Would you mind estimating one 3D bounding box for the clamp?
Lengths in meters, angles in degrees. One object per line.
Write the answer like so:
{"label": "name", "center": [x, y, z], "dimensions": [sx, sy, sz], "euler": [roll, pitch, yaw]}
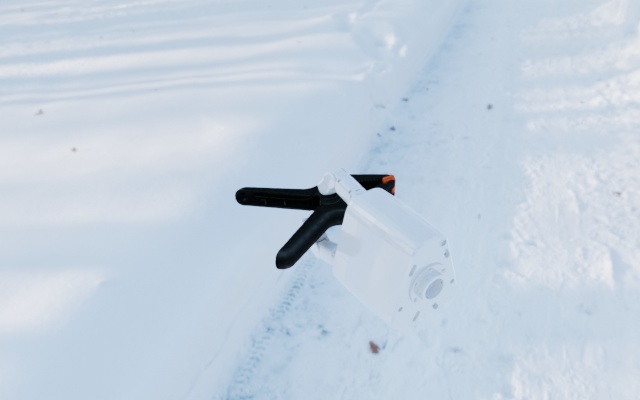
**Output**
{"label": "clamp", "center": [0.001, 0.001, 0.620], "dimensions": [0.210, 0.036, 0.164], "euler": [-21, 39, -25]}
